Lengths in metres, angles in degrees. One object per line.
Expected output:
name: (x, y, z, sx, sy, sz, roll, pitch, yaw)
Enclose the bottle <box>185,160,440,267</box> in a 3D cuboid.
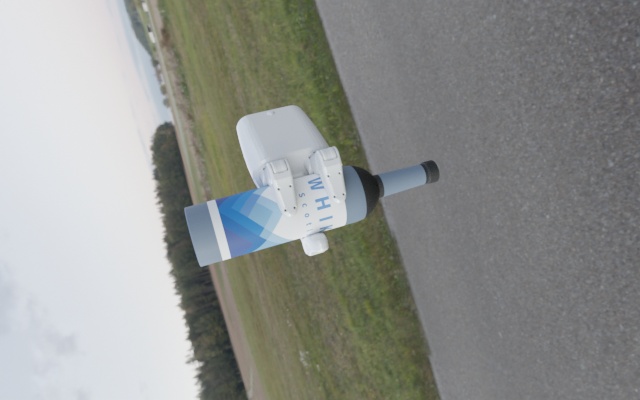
bottle: (0.000, 0.002, 0.548, 0.295, 0.069, 0.069, -15, 3, -13)
